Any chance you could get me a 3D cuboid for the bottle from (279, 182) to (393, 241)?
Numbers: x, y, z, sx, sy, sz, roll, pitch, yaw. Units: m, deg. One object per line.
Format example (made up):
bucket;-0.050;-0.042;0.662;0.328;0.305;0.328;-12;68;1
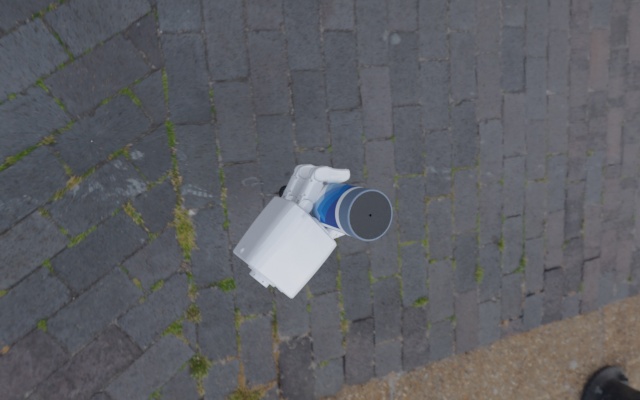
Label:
bottle;0.000;0.002;0.732;0.069;0.069;0.295;0;6;-26
